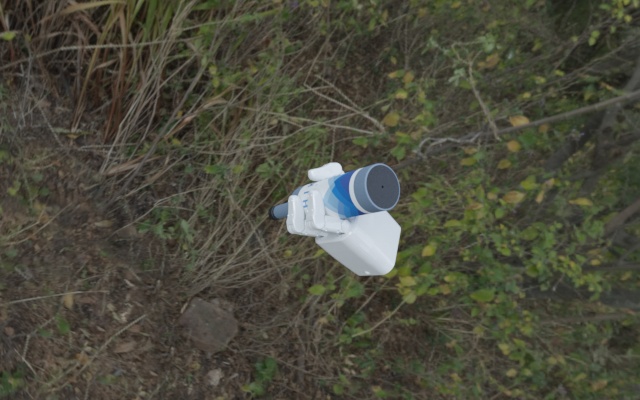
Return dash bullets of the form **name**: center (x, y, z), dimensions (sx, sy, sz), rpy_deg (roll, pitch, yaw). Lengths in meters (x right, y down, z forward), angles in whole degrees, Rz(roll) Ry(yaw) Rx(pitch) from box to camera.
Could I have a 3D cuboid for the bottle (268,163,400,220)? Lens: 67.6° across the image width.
- **bottle**: center (0.000, 0.002, 0.776), dimensions (0.069, 0.069, 0.296), rpy_deg (0, -8, -36)
